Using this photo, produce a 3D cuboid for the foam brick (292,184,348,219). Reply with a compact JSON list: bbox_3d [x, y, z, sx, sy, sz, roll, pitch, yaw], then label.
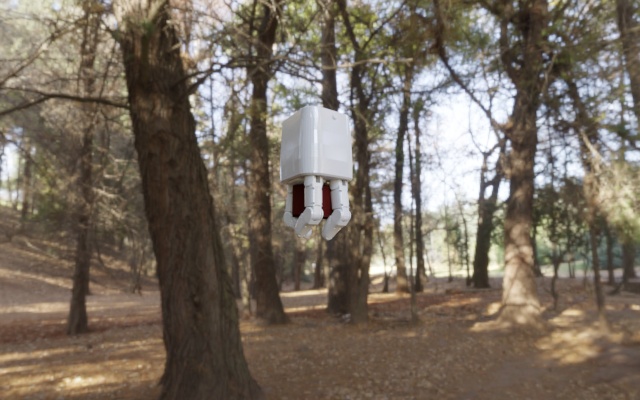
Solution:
[{"bbox_3d":[0.000,0.003,0.766,0.078,0.051,0.053,6,-7,-44],"label":"foam brick"}]
